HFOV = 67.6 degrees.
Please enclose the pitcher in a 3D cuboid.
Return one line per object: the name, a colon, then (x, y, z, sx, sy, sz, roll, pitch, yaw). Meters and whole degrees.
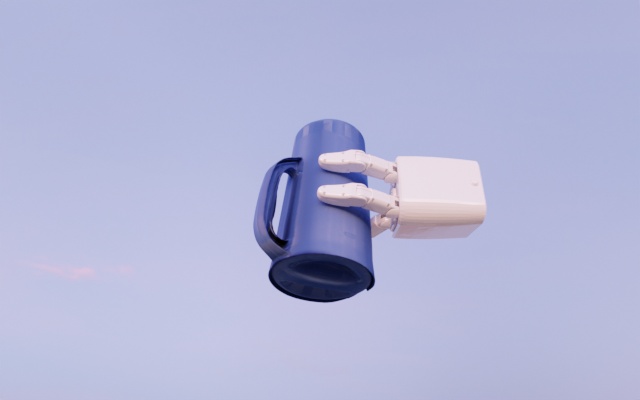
pitcher: (0.000, 0.002, 0.651, 0.145, 0.242, 0.149, 0, -36, 4)
